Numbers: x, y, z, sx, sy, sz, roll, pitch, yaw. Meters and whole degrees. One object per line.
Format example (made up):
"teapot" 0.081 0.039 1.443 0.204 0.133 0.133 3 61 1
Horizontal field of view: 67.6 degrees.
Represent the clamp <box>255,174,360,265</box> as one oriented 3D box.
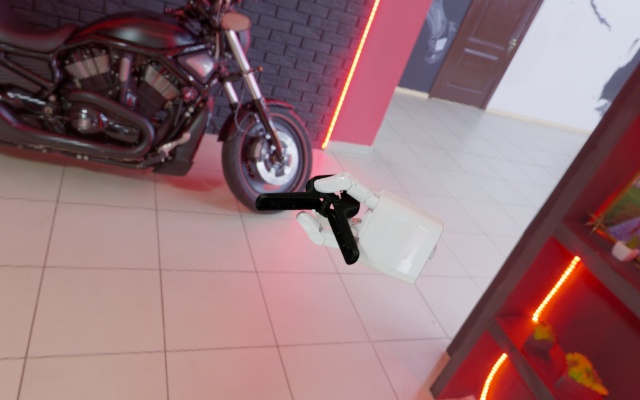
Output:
"clamp" 0.001 0.002 0.736 0.164 0.036 0.210 29 30 -1
